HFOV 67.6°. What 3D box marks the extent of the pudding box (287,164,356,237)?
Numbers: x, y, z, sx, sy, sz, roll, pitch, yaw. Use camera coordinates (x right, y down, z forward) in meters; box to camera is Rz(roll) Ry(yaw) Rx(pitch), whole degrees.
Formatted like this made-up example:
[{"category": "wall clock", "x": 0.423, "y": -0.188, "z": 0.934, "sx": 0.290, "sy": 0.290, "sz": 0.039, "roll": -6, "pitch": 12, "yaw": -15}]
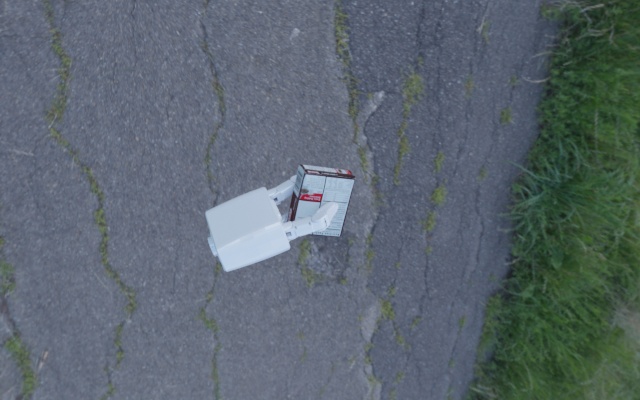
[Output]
[{"category": "pudding box", "x": 0.000, "y": 0.003, "z": 0.782, "sx": 0.090, "sy": 0.113, "sz": 0.039, "roll": 5, "pitch": 25, "yaw": -19}]
